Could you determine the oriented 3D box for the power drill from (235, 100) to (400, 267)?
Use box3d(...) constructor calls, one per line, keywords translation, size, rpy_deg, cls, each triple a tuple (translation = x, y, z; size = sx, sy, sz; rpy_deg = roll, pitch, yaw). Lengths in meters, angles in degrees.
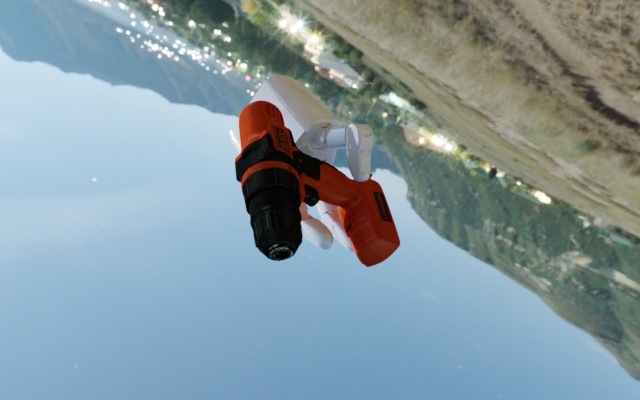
box3d(translation=(0.000, 0.002, 0.476), size=(0.057, 0.184, 0.188), rpy_deg=(-36, -46, 26), cls="power drill")
